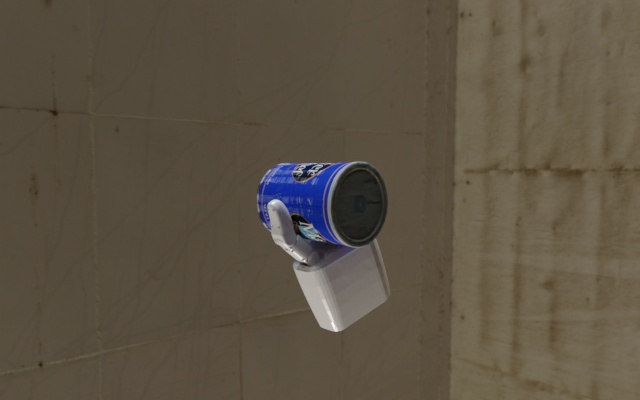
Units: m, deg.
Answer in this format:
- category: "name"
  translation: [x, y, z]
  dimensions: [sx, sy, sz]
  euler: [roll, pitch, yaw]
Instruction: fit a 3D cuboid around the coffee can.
- category: "coffee can"
  translation: [0.000, 0.002, 0.616]
  dimensions: [0.103, 0.103, 0.140]
  euler: [0, 3, -44]
